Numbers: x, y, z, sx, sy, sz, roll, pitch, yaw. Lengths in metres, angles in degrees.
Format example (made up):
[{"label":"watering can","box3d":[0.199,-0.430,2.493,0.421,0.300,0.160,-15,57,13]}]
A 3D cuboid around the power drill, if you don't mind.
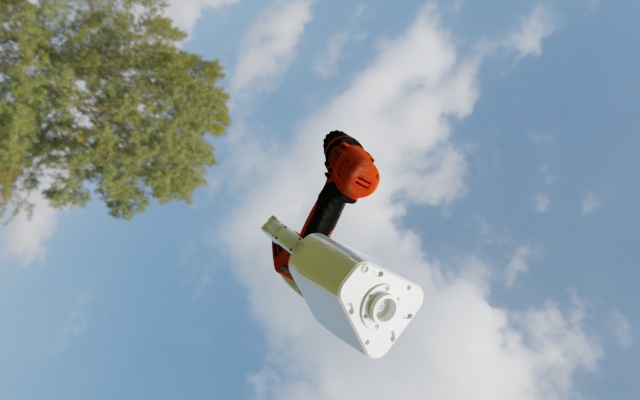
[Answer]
[{"label":"power drill","box3d":[0.000,0.003,0.631,0.057,0.188,0.184,24,16,-16]}]
